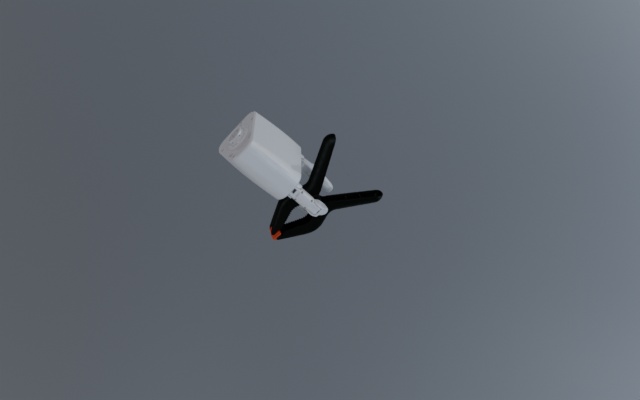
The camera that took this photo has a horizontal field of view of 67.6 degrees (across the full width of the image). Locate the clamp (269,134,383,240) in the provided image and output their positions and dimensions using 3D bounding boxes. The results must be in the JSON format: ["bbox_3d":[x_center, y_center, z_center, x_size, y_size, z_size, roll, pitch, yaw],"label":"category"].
[{"bbox_3d":[0.000,0.003,0.851,0.165,0.210,0.036,39,13,-29],"label":"clamp"}]
